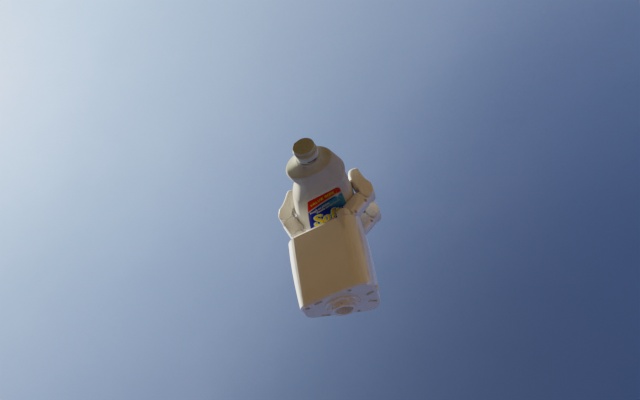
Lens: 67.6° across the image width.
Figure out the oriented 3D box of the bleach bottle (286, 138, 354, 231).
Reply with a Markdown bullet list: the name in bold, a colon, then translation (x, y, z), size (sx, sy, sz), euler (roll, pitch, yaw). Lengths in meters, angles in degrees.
- **bleach bottle**: translation (0.000, 0.002, 0.703), size (0.102, 0.068, 0.251), euler (-16, -36, 6)
